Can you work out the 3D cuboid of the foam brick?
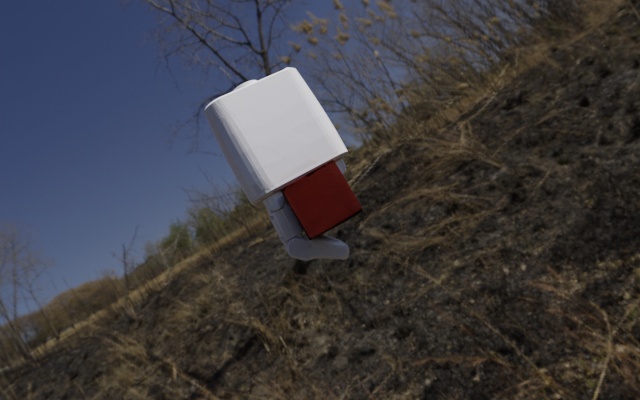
[{"bbox_3d":[0.000,0.001,0.435,0.053,0.051,0.078,-29,-2,-3],"label":"foam brick"}]
